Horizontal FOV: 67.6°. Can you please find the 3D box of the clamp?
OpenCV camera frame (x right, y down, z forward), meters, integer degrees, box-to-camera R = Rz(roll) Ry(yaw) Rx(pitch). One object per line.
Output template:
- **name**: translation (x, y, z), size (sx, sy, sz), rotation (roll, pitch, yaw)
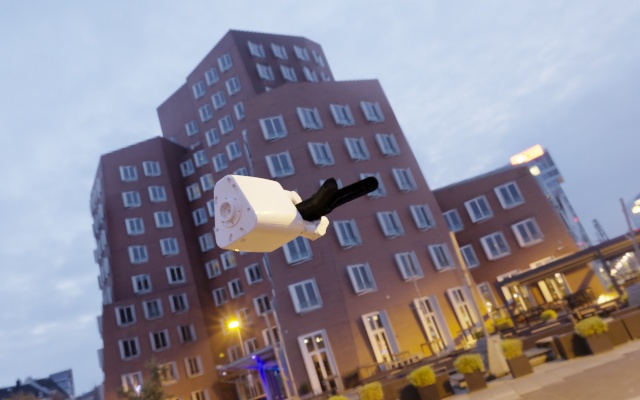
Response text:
- **clamp**: translation (0.000, 0.002, 0.778), size (0.171, 0.039, 0.120), rotation (-31, -23, 29)
